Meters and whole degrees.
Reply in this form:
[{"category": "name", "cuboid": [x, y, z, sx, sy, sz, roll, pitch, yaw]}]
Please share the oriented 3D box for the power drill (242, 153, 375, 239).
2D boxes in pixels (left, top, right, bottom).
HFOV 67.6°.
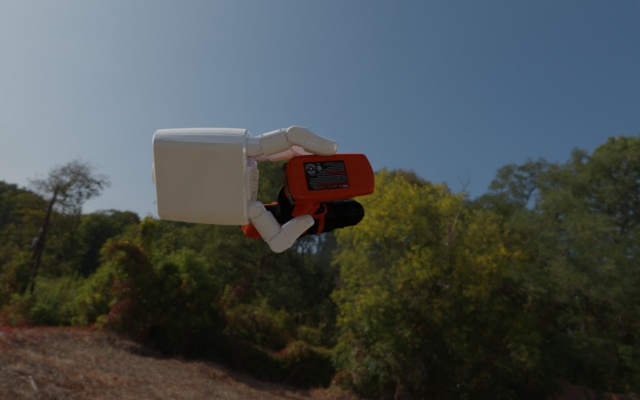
[{"category": "power drill", "cuboid": [0.000, 0.002, 0.628, 0.184, 0.057, 0.188, -7, -19, -22]}]
